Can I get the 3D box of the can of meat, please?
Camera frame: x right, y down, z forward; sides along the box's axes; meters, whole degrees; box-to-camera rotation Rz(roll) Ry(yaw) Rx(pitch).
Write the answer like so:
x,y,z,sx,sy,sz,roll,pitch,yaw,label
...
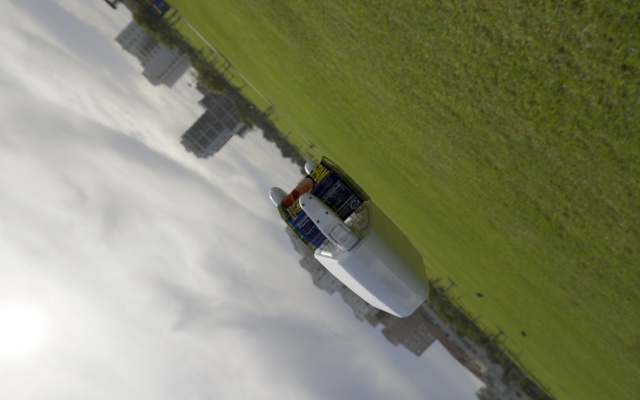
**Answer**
x,y,z,sx,sy,sz,roll,pitch,yaw,label
0.000,0.002,0.542,0.057,0.084,0.102,44,2,-15,can of meat
